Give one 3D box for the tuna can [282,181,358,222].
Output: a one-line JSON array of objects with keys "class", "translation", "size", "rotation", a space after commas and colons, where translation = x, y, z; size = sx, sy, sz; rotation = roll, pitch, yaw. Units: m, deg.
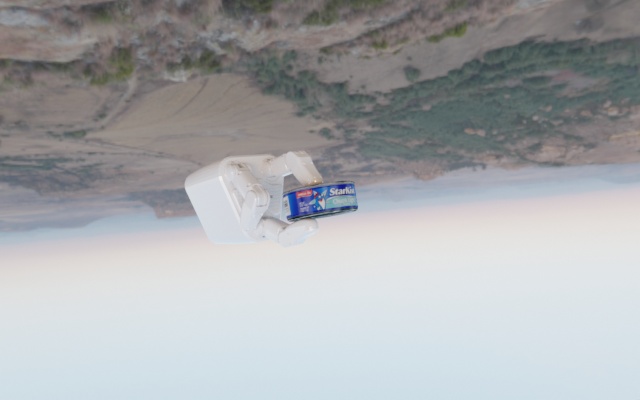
[{"class": "tuna can", "translation": [0.000, 0.002, 0.556], "size": [0.086, 0.033, 0.086], "rotation": [-9, -5, -1]}]
